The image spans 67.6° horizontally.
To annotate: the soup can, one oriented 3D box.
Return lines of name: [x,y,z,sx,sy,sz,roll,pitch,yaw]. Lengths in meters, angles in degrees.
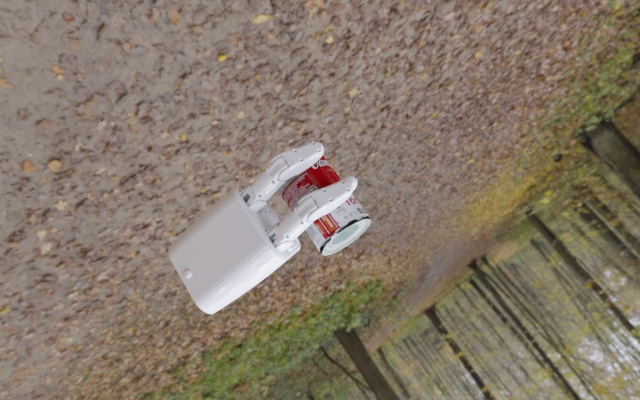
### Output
soup can: [0.001,0.002,0.533,0.068,0.102,0.068,-31,-20,-13]
